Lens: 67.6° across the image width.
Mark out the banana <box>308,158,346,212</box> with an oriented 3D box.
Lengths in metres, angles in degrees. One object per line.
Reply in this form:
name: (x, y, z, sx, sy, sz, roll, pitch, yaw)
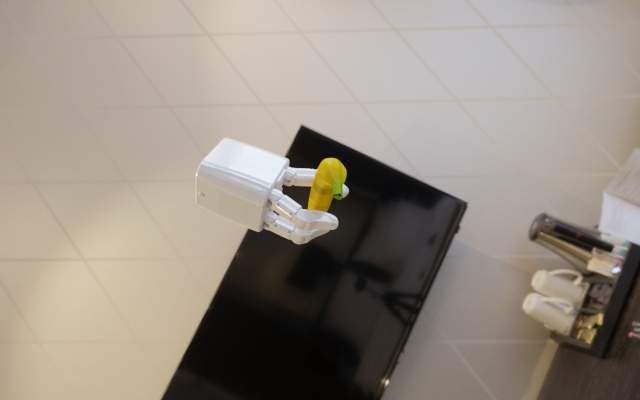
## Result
banana: (0.006, -0.016, 0.672, 0.037, 0.069, 0.198, 17, -15, -3)
